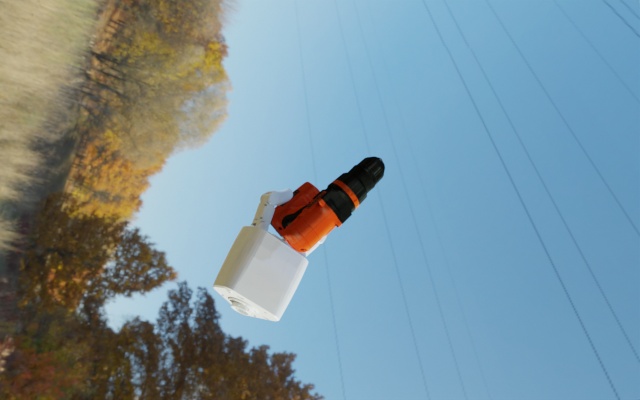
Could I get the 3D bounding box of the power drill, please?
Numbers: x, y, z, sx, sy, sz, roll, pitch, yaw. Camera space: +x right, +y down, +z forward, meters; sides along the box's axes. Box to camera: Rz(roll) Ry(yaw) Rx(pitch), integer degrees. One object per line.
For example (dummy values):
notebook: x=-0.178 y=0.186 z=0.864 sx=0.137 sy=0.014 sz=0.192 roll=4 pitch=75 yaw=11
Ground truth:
power drill: x=0.000 y=0.003 z=0.745 sx=0.184 sy=0.057 sz=0.187 roll=-41 pitch=11 yaw=-17
